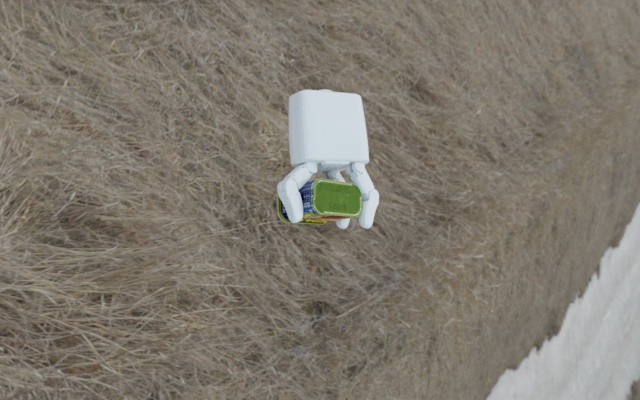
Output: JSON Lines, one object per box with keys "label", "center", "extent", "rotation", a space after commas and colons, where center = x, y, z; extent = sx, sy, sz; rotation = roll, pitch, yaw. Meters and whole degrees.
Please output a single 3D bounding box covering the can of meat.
{"label": "can of meat", "center": [0.000, 0.002, 0.711], "extent": [0.102, 0.057, 0.084], "rotation": [6, -12, -40]}
